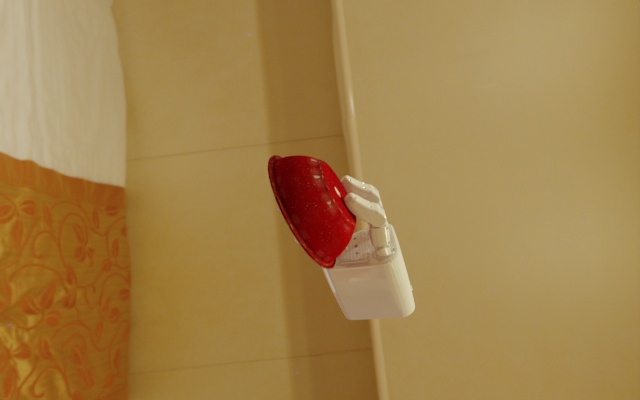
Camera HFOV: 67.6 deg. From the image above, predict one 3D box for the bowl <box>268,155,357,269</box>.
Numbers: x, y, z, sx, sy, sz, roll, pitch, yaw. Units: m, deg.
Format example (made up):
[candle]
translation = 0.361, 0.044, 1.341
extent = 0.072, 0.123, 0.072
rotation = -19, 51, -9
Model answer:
[bowl]
translation = 0.000, 0.001, 0.603
extent = 0.055, 0.162, 0.162
rotation = -28, -8, 14
